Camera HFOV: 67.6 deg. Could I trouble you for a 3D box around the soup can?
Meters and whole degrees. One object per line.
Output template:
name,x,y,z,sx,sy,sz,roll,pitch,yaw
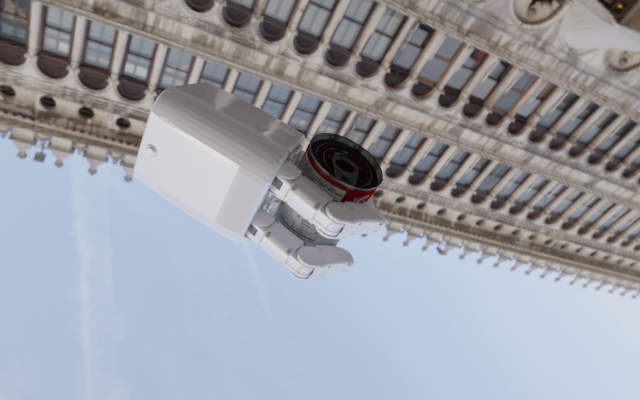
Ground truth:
soup can,0.000,0.002,0.420,0.068,0.068,0.102,0,-44,-37
